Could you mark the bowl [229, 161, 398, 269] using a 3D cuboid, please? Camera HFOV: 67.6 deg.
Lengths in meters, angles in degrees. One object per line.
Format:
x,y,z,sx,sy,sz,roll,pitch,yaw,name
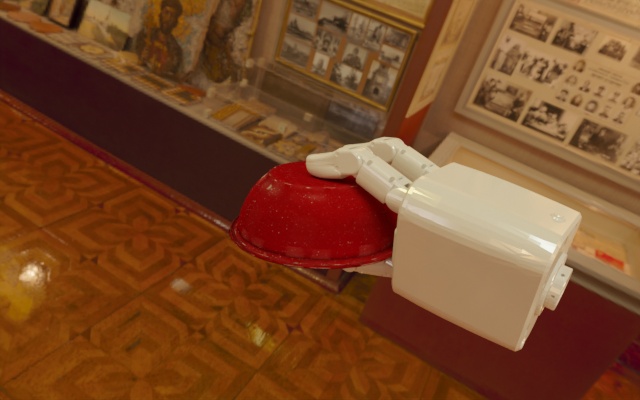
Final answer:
-0.001,0.001,0.425,0.162,0.055,0.162,1,18,0,bowl
